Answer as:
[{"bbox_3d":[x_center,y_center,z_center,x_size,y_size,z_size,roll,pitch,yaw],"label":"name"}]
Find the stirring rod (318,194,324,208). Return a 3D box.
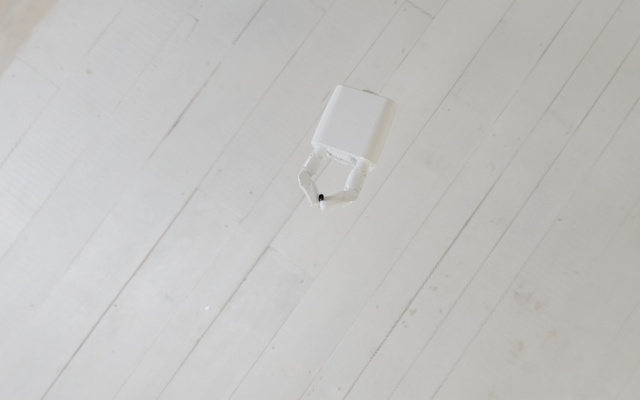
[{"bbox_3d":[0.000,0.003,0.813,0.011,0.011,0.239,0,-4,-1],"label":"stirring rod"}]
